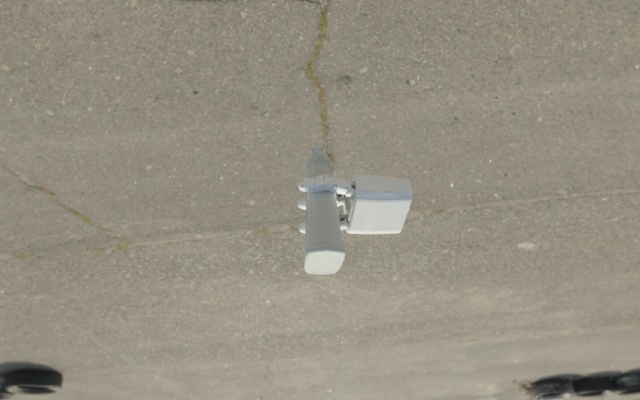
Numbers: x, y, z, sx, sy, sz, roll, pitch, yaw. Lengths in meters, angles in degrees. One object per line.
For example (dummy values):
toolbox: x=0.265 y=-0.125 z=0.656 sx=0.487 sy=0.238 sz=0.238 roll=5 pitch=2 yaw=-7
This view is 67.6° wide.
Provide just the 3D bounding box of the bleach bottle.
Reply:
bleach bottle: x=0.000 y=0.003 z=0.880 sx=0.068 sy=0.250 sz=0.103 roll=2 pitch=-33 yaw=-8
